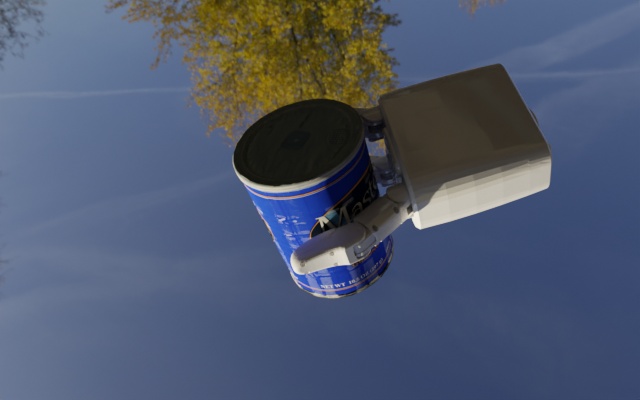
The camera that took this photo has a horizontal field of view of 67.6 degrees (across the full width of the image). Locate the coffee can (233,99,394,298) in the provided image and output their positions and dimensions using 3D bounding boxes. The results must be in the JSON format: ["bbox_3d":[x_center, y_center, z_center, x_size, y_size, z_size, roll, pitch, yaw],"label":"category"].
[{"bbox_3d":[0.000,0.001,0.406,0.103,0.102,0.140,0,-44,22],"label":"coffee can"}]
